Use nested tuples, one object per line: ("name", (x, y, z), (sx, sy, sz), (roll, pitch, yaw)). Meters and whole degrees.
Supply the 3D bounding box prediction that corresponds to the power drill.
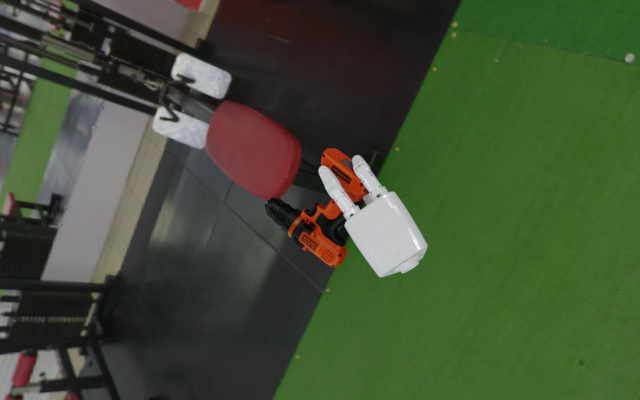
("power drill", (0.001, 0.003, 0.861), (0.184, 0.188, 0.057), (36, 28, 13))
